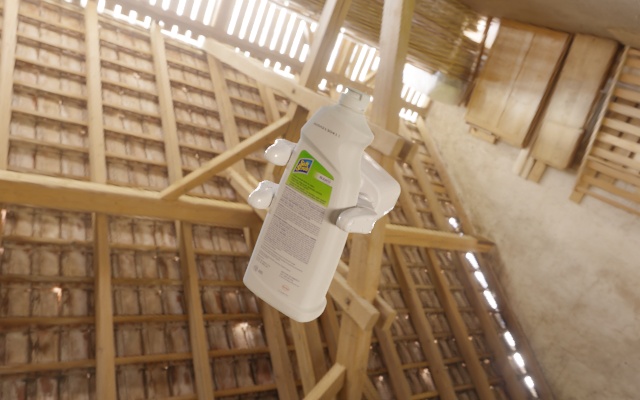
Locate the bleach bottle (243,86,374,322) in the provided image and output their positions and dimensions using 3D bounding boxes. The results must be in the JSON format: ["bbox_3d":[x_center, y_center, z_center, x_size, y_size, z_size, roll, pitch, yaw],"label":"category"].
[{"bbox_3d":[0.000,0.002,0.526,0.102,0.251,0.068,29,17,20],"label":"bleach bottle"}]
